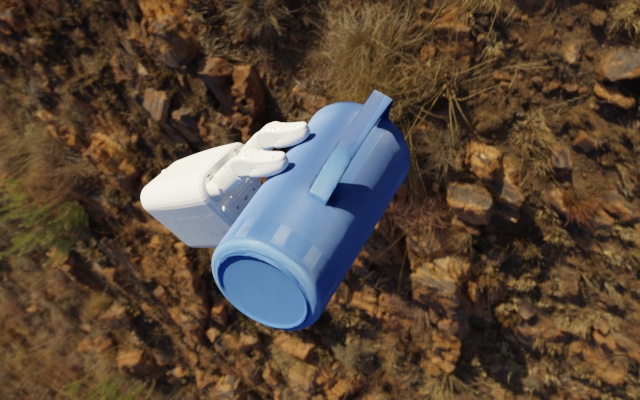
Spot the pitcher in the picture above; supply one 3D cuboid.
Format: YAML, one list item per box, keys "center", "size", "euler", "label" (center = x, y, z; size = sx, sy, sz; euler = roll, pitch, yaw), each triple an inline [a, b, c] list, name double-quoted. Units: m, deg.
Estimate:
- center: [0.000, 0.002, 0.484]
  size: [0.145, 0.149, 0.242]
  euler: [-5, 33, 32]
  label: "pitcher"
